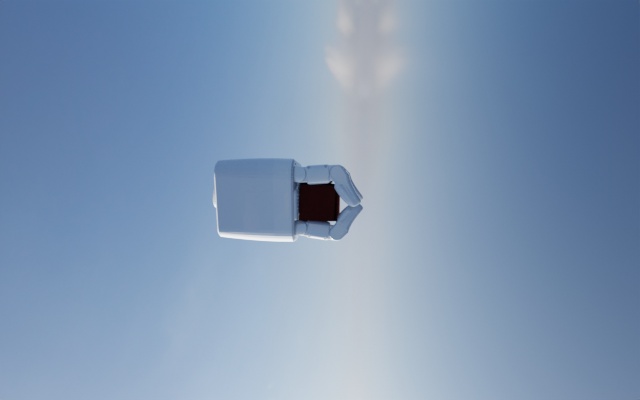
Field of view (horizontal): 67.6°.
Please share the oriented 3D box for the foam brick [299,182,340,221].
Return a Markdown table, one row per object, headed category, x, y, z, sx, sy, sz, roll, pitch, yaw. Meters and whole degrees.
| category | x | y | z | sx | sy | sz | roll | pitch | yaw |
| --- | --- | --- | --- | --- | --- | --- | --- | --- | --- |
| foam brick | 0.000 | 0.002 | 0.670 | 0.051 | 0.053 | 0.078 | 1 | -1 | 5 |
